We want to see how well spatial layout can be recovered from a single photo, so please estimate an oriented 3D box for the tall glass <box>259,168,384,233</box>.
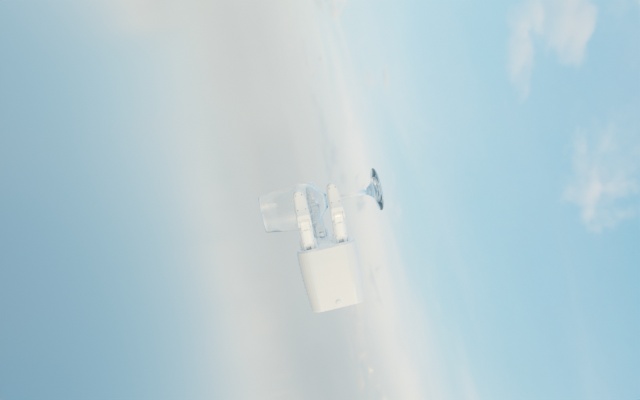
[{"bbox_3d":[0.001,0.002,0.805,0.201,0.079,0.079,-12,1,-4],"label":"tall glass"}]
